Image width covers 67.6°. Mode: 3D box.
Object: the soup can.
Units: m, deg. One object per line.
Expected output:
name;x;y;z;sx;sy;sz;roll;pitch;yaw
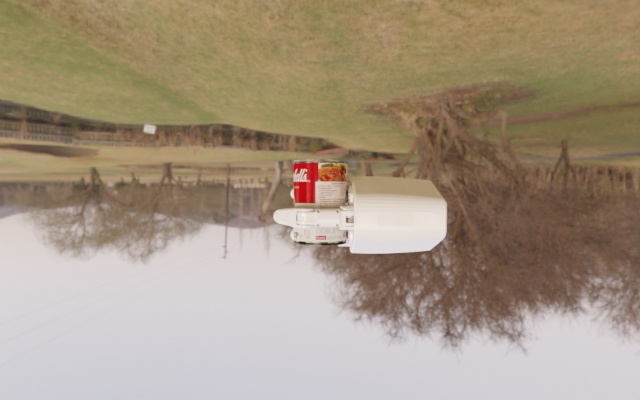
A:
soup can;0.000;0.002;0.592;0.068;0.102;0.068;0;1;0
